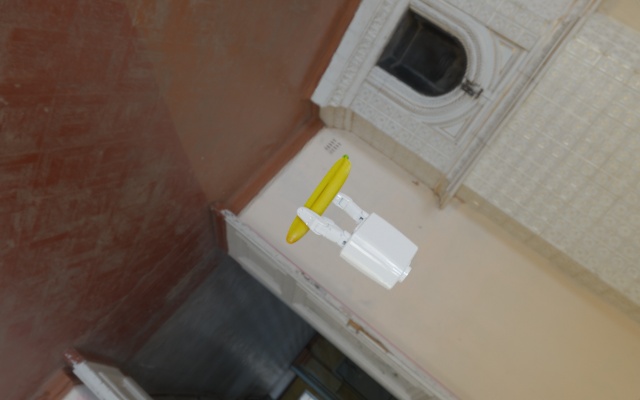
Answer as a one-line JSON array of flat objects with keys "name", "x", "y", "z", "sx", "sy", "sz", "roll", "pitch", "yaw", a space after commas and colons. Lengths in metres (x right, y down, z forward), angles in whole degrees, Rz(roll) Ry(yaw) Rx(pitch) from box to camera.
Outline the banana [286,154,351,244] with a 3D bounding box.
[{"name": "banana", "x": 0.002, "y": -0.003, "z": 0.852, "sx": 0.037, "sy": 0.198, "sz": 0.069, "roll": 35, "pitch": -7, "yaw": 5}]
